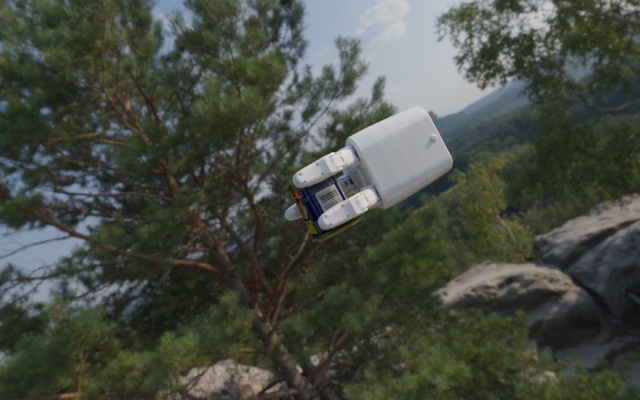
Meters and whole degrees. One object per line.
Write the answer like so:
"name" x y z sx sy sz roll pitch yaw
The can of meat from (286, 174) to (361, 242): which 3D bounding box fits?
"can of meat" 0.000 0.002 0.593 0.057 0.084 0.102 -28 -1 -8
